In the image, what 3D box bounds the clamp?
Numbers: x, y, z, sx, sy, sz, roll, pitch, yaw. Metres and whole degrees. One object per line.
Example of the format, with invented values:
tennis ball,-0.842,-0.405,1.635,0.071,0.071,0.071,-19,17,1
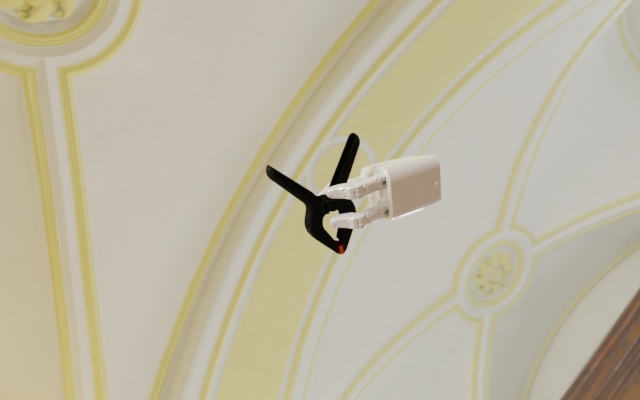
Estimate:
clamp,0.000,0.003,0.810,0.164,0.210,0.036,-15,26,-16
